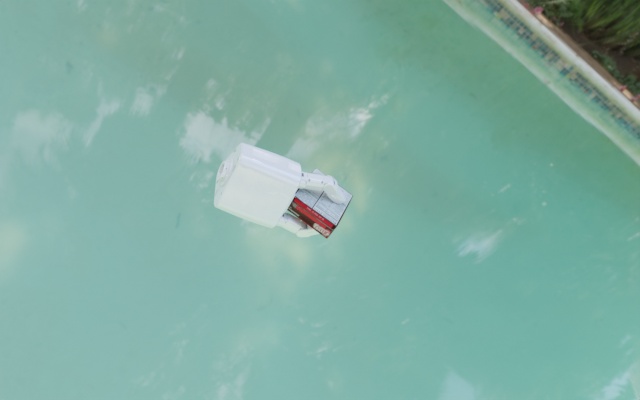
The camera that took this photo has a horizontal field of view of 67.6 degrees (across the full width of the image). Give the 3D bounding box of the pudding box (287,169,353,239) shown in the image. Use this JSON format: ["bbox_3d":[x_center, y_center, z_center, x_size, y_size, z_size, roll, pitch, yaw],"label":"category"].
[{"bbox_3d":[0.000,0.003,0.828,0.090,0.039,0.113,37,36,-2],"label":"pudding box"}]
